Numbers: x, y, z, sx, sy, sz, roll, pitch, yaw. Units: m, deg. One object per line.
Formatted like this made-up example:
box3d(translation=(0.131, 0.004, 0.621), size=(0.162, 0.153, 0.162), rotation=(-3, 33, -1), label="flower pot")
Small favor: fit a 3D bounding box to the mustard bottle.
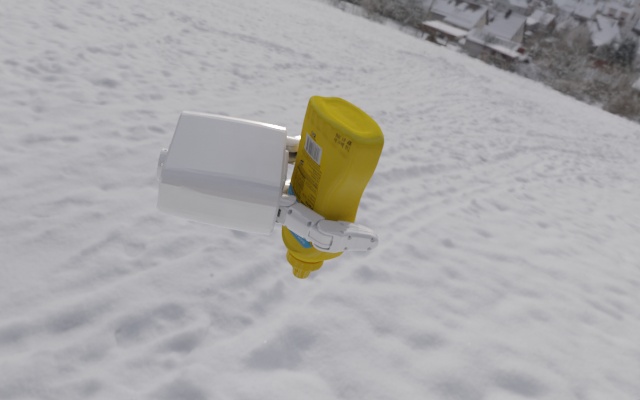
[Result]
box3d(translation=(0.000, 0.001, 0.475), size=(0.058, 0.192, 0.096), rotation=(-4, 36, -31), label="mustard bottle")
